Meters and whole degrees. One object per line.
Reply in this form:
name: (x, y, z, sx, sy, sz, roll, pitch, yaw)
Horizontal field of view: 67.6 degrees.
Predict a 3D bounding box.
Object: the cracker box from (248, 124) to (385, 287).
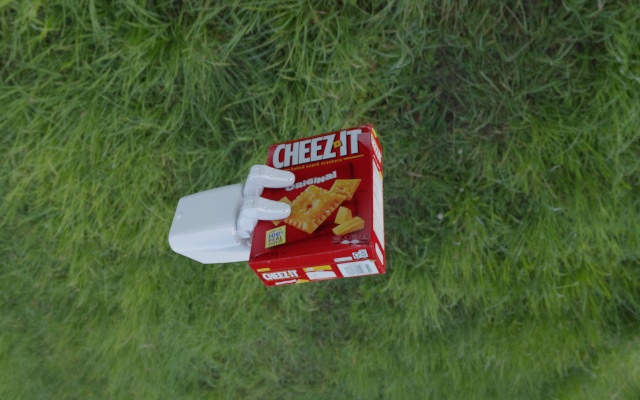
cracker box: (0.000, 0.002, 0.656, 0.164, 0.213, 0.072, -9, -40, 17)
